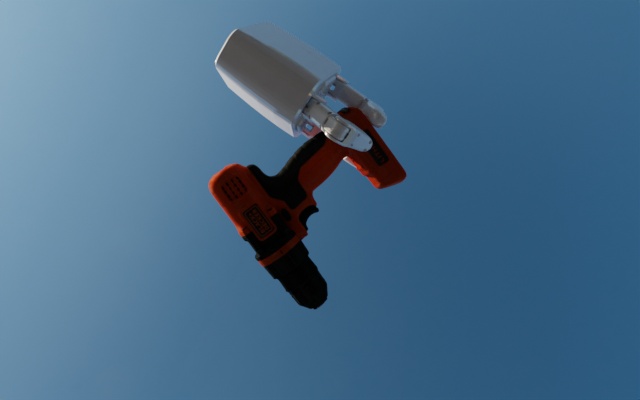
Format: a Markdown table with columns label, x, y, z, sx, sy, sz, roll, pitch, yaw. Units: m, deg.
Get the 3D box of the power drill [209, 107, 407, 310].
| label | x | y | z | sx | sy | sz | roll | pitch | yaw |
| --- | --- | --- | --- | --- | --- | --- | --- | --- | --- |
| power drill | 0.000 | 0.001 | 0.528 | 0.187 | 0.184 | 0.057 | -37 | 8 | -9 |
